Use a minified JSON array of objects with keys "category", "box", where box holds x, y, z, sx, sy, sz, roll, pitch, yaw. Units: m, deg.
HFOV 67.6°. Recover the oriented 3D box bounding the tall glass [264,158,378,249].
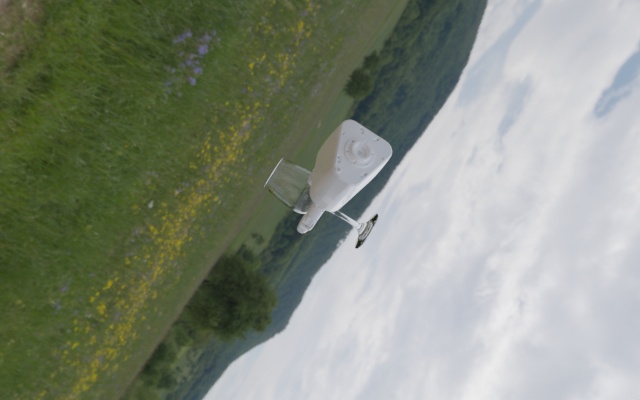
[{"category":"tall glass","box":[0.001,0.003,0.852,0.201,0.079,0.079,32,-3,-5]}]
